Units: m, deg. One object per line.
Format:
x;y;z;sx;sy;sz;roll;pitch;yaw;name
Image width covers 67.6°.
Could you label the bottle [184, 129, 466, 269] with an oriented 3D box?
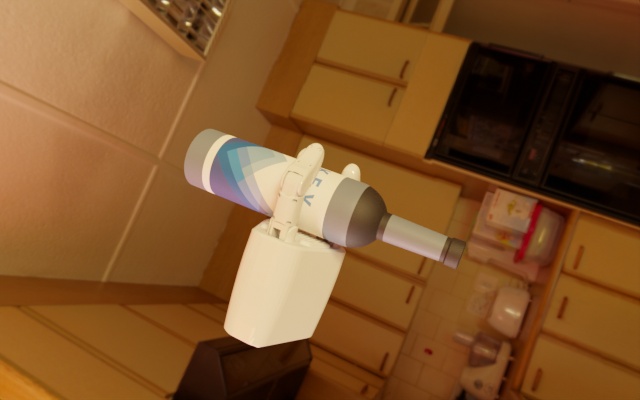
0.000;0.001;0.488;0.295;0.069;0.069;21;7;18;bottle
